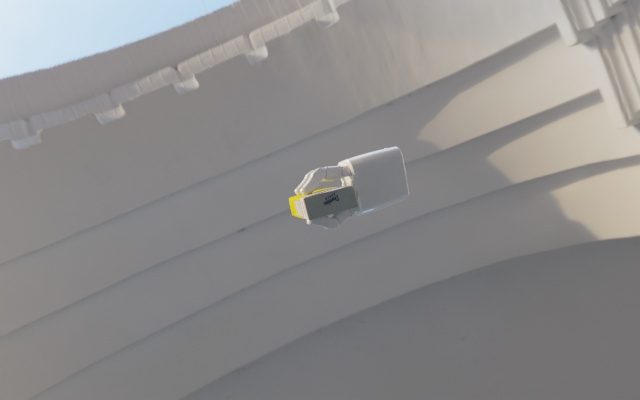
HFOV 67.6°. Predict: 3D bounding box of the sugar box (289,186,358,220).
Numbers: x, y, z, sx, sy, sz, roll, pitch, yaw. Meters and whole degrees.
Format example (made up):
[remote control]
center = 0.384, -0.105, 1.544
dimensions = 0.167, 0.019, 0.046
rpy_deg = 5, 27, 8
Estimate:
[sugar box]
center = 0.000, 0.002, 0.894
dimensions = 0.093, 0.048, 0.176
rpy_deg = -15, 1, -12
